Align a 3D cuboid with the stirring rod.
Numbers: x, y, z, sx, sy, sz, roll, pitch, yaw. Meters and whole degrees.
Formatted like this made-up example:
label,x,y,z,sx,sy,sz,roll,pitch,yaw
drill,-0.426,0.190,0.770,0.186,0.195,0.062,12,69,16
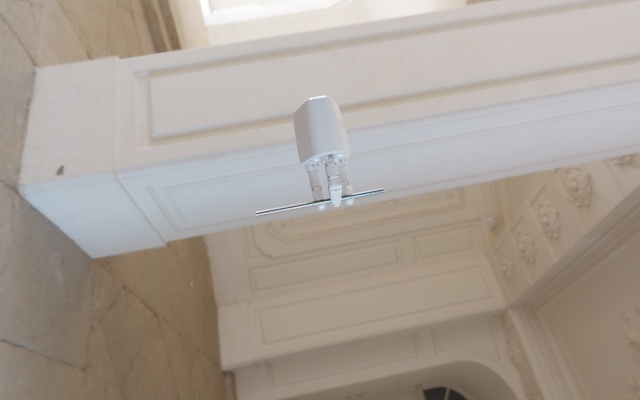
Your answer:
label,x,y,z,sx,sy,sz,roll,pitch,yaw
stirring rod,0.000,0.003,0.880,0.239,0.011,0.011,-11,1,-4
